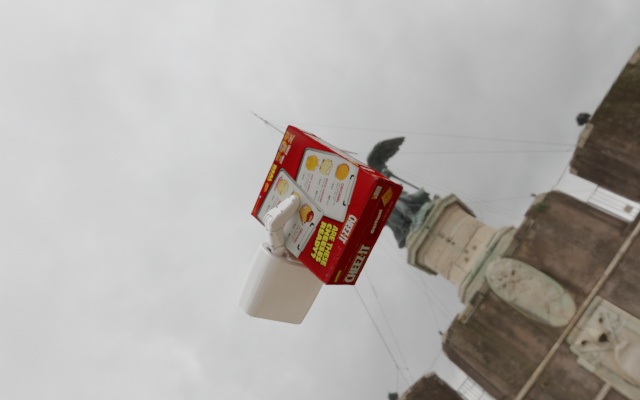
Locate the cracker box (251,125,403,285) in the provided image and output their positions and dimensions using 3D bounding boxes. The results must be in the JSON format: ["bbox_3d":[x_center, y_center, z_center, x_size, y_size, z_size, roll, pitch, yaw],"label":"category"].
[{"bbox_3d":[0.000,0.002,0.719,0.072,0.164,0.213,12,18,-45],"label":"cracker box"}]
